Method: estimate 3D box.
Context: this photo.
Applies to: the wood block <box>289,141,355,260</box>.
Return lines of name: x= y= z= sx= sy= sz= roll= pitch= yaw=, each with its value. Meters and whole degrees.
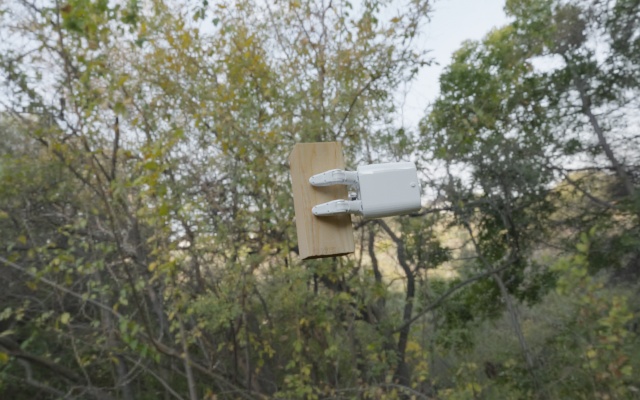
wood block: x=0.000 y=0.003 z=0.899 sx=0.090 sy=0.206 sz=0.091 roll=-4 pitch=-11 yaw=-12
